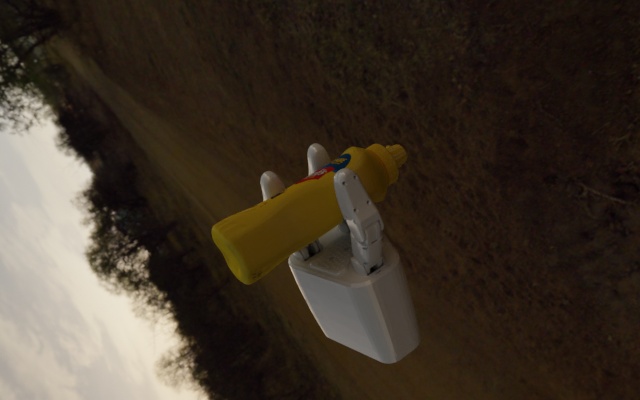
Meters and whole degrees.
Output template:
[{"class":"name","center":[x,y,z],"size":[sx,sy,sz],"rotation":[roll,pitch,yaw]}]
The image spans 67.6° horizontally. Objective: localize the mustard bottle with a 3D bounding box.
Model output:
[{"class":"mustard bottle","center":[0.000,0.001,0.428],"size":[0.191,0.058,0.096],"rotation":[-31,4,-18]}]
